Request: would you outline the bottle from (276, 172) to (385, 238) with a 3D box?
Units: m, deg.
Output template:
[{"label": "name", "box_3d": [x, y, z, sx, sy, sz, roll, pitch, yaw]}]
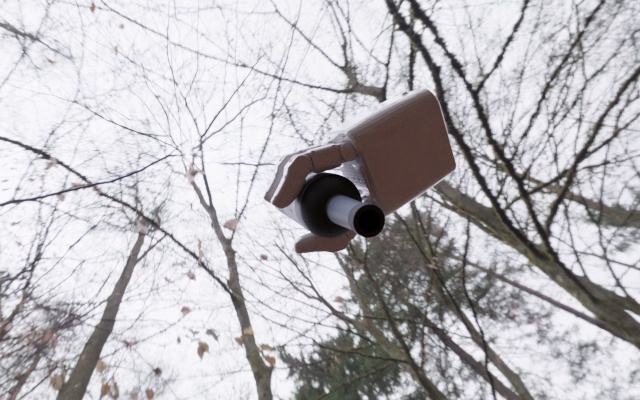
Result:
[{"label": "bottle", "box_3d": [0.000, 0.002, 0.521, 0.069, 0.069, 0.295, 0, 6, -16]}]
